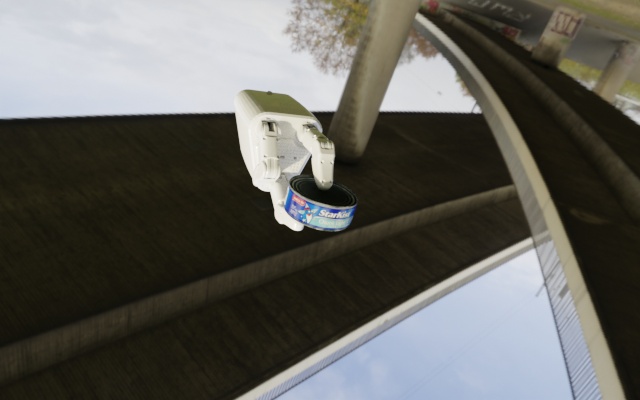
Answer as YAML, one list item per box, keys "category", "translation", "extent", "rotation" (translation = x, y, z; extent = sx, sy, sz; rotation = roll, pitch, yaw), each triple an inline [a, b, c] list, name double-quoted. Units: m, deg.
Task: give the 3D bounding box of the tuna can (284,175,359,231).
- category: "tuna can"
  translation: [0.000, 0.002, 0.571]
  extent: [0.086, 0.034, 0.086]
  rotation: [14, 23, -6]
